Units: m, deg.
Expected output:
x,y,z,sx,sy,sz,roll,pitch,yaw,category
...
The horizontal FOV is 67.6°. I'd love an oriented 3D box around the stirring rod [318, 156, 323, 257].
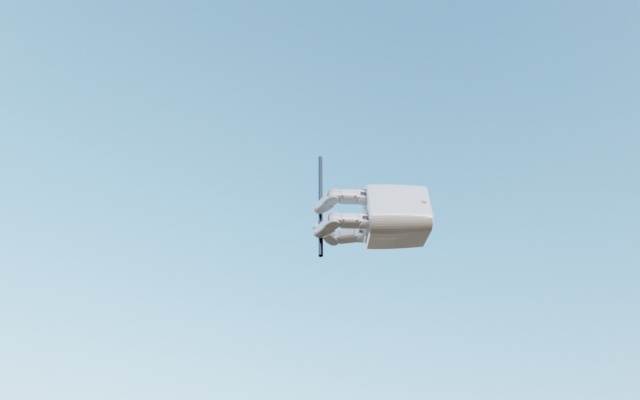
x,y,z,sx,sy,sz,roll,pitch,yaw,category
0.000,0.003,0.866,0.011,0.239,0.011,0,-43,0,stirring rod
